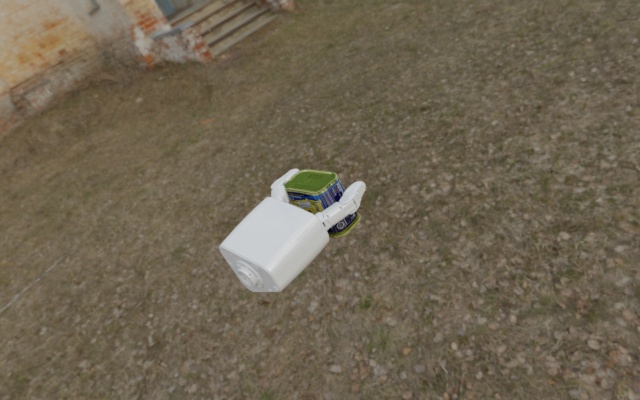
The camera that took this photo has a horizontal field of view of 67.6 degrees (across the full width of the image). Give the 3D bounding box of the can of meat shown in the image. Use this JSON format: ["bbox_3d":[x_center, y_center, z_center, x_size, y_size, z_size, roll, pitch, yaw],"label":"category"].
[{"bbox_3d":[0.000,0.002,0.729,0.102,0.084,0.057,10,46,49],"label":"can of meat"}]
